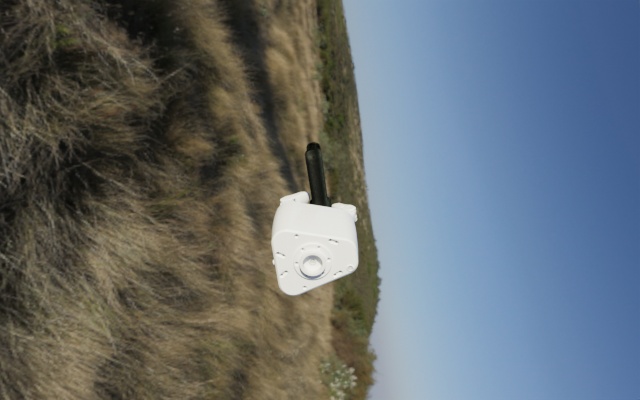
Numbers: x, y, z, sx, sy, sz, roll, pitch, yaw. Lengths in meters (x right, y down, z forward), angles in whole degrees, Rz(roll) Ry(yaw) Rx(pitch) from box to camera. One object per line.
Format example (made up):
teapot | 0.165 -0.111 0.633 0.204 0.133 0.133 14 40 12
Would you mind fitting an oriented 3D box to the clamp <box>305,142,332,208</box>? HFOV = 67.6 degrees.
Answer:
clamp | 0.001 0.003 0.788 0.036 0.210 0.164 -8 17 2
